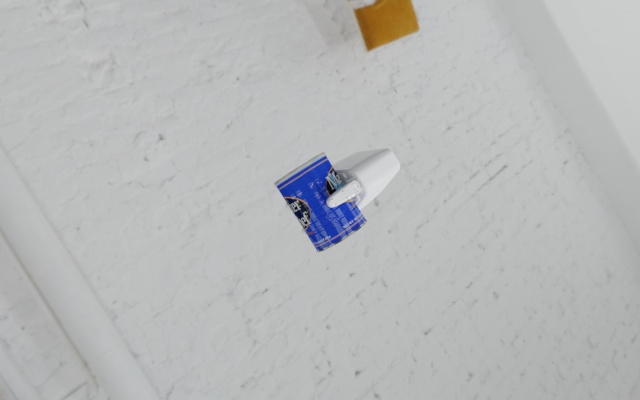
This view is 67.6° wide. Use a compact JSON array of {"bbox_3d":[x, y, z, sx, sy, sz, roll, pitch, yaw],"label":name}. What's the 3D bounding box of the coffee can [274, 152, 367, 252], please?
[{"bbox_3d":[0.000,0.003,0.823,0.103,0.140,0.103,-32,3,2],"label":"coffee can"}]
